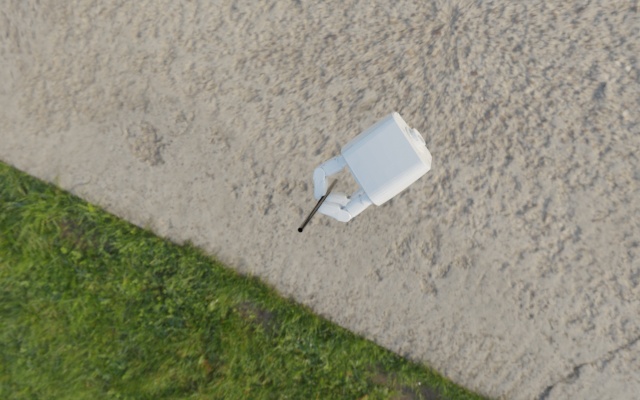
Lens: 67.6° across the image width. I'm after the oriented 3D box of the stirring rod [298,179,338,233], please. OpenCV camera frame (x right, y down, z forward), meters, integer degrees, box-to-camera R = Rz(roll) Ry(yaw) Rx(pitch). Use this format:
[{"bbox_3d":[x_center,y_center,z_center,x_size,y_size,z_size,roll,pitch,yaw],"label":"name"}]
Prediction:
[{"bbox_3d":[0.000,0.003,0.803,0.011,0.011,0.239,0,20,15],"label":"stirring rod"}]
